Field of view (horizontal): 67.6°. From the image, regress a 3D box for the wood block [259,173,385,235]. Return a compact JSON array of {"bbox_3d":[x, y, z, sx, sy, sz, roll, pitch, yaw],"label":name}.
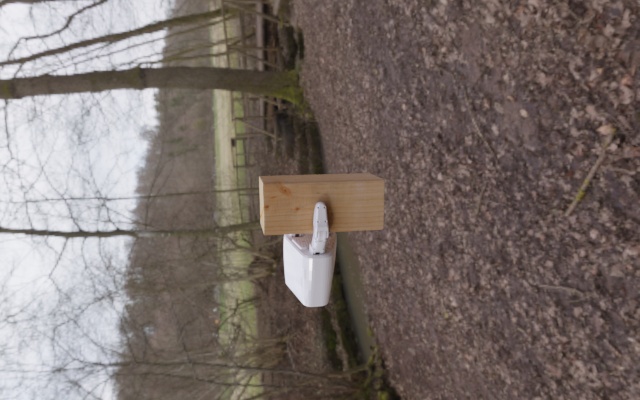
[{"bbox_3d":[0.000,0.003,0.837,0.206,0.090,0.091,-2,12,-11],"label":"wood block"}]
